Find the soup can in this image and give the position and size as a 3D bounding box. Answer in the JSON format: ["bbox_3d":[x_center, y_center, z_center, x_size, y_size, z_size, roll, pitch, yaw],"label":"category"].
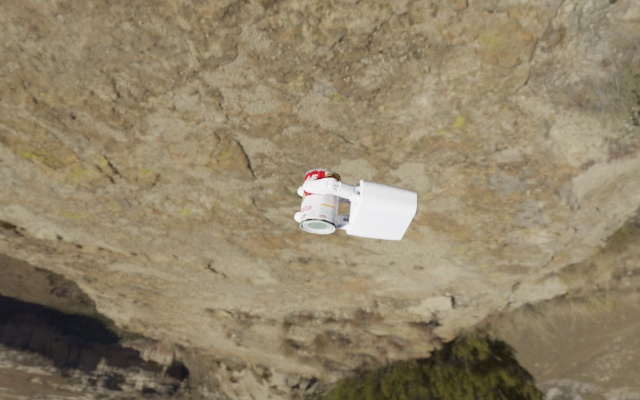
[{"bbox_3d":[0.000,0.003,0.873,0.068,0.102,0.068,5,-24,2],"label":"soup can"}]
